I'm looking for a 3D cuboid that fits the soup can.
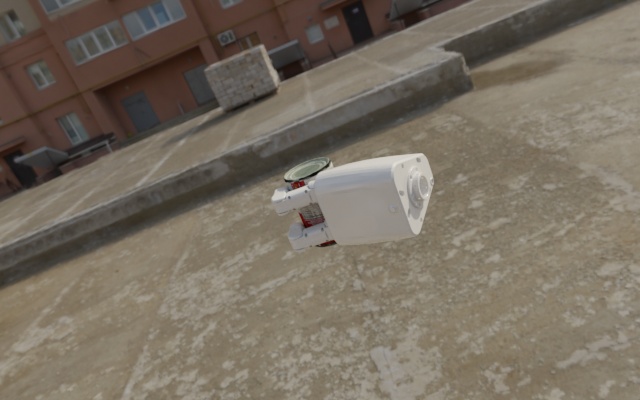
[{"bbox_3d":[0.000,0.002,0.639,0.068,0.102,0.068,-20,20,8],"label":"soup can"}]
